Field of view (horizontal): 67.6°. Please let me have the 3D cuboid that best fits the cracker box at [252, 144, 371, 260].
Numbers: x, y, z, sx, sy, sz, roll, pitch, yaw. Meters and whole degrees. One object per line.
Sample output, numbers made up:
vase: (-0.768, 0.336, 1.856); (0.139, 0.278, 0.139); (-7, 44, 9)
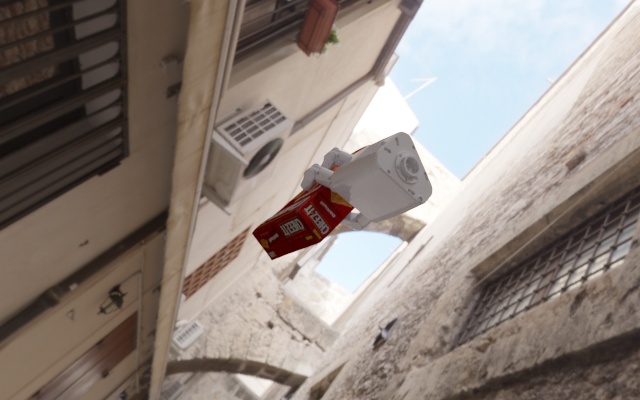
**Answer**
cracker box: (0.000, 0.003, 0.844); (0.213, 0.072, 0.164); (-42, 9, -36)
